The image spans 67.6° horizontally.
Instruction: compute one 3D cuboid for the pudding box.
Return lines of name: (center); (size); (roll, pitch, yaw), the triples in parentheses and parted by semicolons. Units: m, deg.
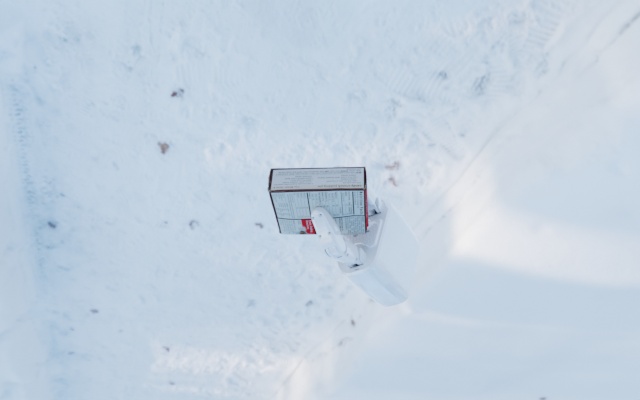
pudding box: (0.000, 0.002, 0.569); (0.113, 0.039, 0.090); (-2, -39, 4)
